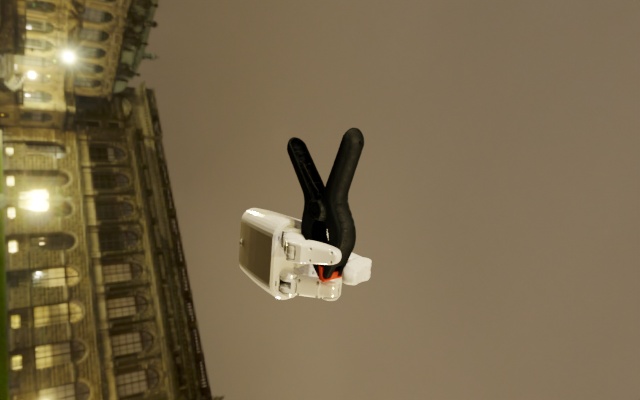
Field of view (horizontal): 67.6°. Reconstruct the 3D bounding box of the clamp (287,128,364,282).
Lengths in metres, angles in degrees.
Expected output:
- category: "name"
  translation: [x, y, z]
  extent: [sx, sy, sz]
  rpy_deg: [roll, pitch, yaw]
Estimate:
- category: "clamp"
  translation: [0.001, 0.002, 0.541]
  extent: [0.039, 0.171, 0.120]
  rpy_deg: [-1, 11, -33]
